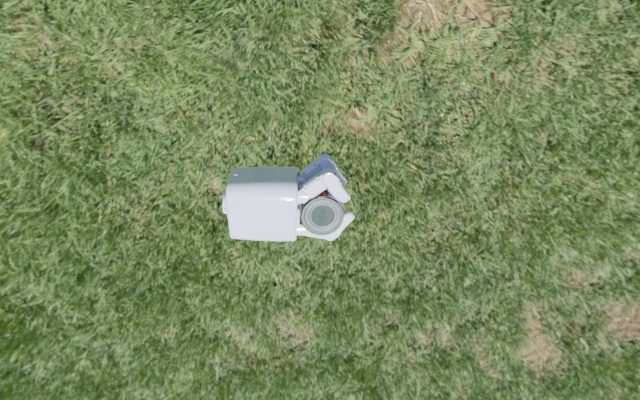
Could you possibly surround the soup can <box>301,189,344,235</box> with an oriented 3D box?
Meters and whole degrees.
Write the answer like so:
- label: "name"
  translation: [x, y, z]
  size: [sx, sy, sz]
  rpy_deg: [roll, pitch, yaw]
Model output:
- label: "soup can"
  translation: [0.001, 0.003, 0.763]
  size: [0.068, 0.068, 0.102]
  rpy_deg: [0, 26, -3]
